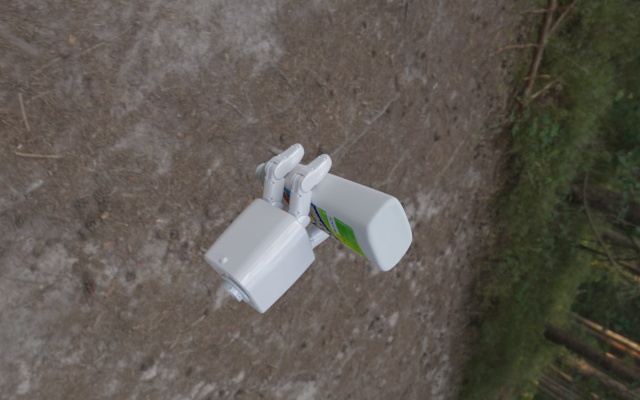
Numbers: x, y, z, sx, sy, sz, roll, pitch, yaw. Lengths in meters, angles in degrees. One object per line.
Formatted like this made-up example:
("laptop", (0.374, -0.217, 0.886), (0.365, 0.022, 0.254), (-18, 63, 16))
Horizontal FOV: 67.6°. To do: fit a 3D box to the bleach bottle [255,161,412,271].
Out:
("bleach bottle", (0.000, 0.002, 0.652), (0.250, 0.068, 0.103), (25, -27, 41))
